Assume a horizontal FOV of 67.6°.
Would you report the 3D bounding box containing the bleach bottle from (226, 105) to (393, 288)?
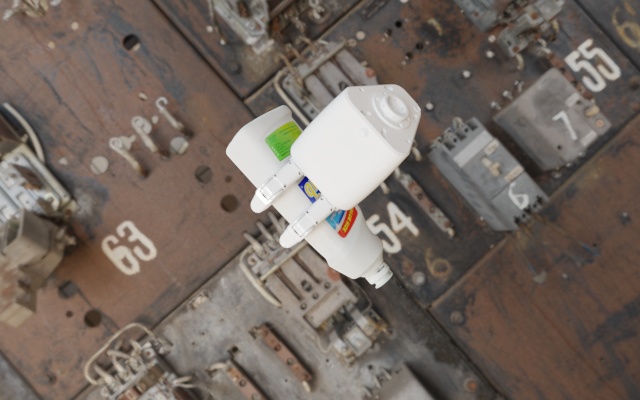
[{"bbox_3d":[0.000,0.002,0.599,0.068,0.251,0.102,-43,-1,44],"label":"bleach bottle"}]
